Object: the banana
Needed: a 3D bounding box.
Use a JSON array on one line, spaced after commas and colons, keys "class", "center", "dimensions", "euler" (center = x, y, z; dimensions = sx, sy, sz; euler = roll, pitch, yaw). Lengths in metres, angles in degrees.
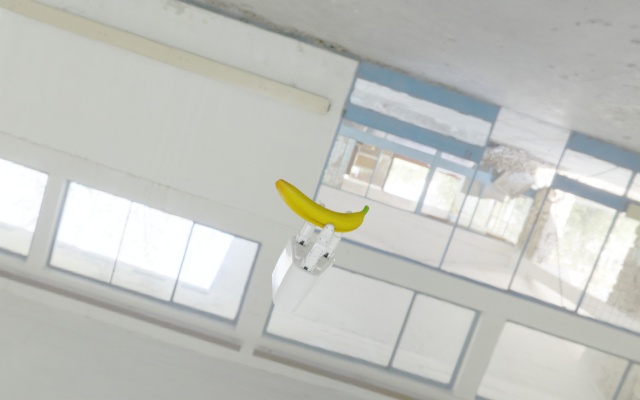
[{"class": "banana", "center": [0.004, 0.019, 0.873], "dimensions": [0.198, 0.069, 0.037], "euler": [18, -40, -26]}]
